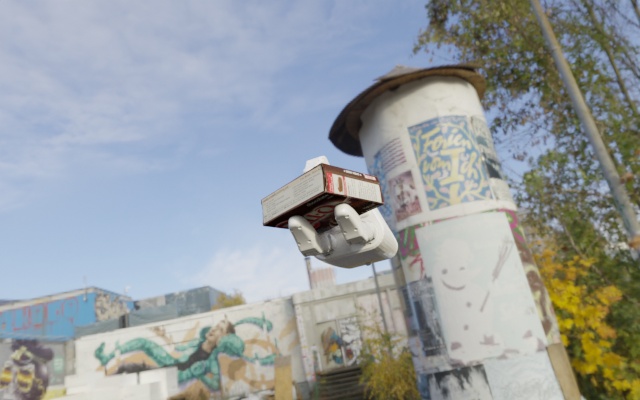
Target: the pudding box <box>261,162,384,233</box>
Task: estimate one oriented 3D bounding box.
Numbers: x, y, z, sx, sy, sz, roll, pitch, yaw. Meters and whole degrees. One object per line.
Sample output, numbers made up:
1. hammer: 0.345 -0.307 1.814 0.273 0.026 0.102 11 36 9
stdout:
1. pudding box: 0.000 0.002 0.542 0.090 0.039 0.113 9 -29 -41
